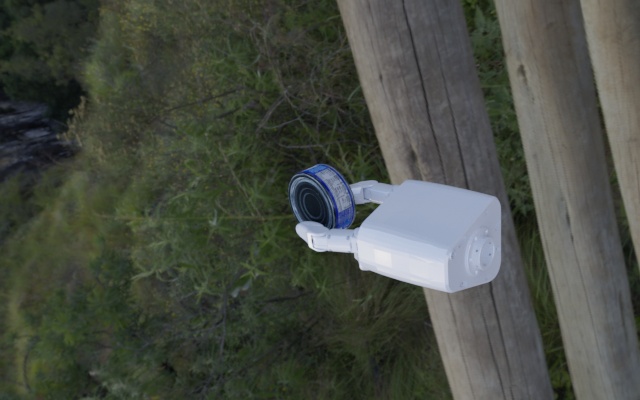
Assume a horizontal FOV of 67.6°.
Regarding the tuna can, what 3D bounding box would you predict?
[{"bbox_3d":[0.000,0.002,0.566,0.033,0.086,0.086,-25,15,-35],"label":"tuna can"}]
